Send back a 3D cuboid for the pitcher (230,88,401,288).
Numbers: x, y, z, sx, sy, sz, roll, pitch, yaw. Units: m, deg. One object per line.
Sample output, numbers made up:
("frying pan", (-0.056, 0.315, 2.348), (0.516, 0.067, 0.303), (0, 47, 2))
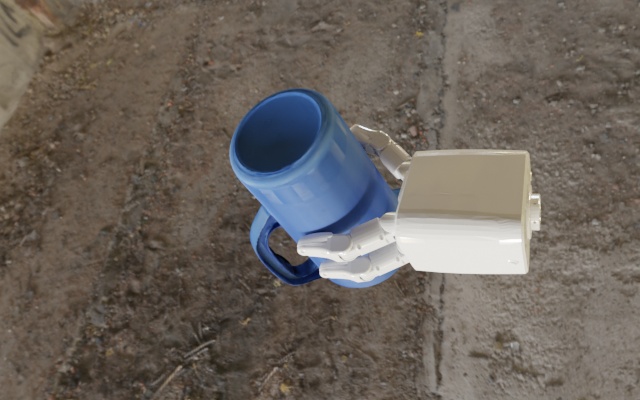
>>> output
("pitcher", (0.000, 0.002, 0.516), (0.145, 0.149, 0.243), (3, -26, 27))
